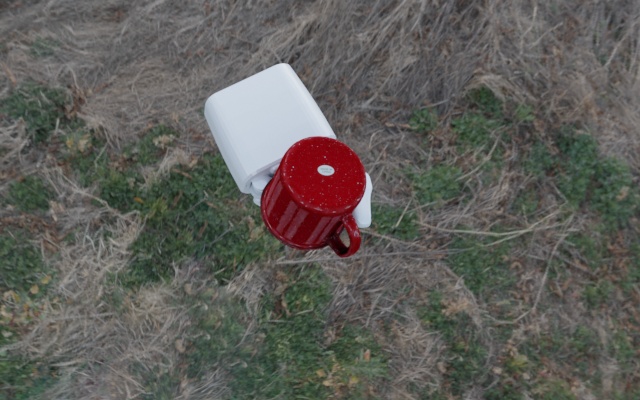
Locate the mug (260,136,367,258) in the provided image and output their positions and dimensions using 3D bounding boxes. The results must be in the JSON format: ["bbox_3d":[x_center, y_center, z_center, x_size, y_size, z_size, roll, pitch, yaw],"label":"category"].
[{"bbox_3d":[0.001,0.003,0.456,0.093,0.117,0.081,-25,-15,-25],"label":"mug"}]
